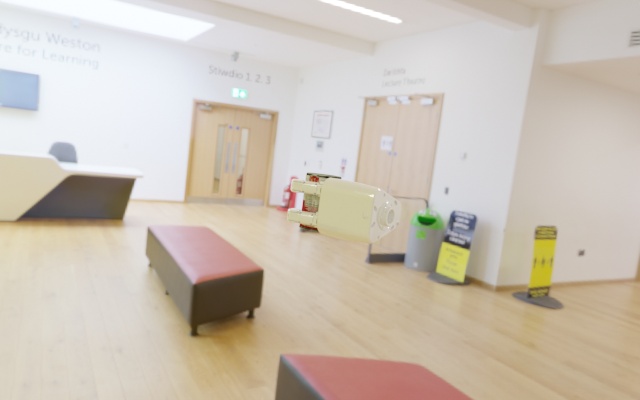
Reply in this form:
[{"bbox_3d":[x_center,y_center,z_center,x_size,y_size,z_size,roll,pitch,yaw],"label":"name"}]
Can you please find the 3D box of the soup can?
[{"bbox_3d":[0.000,0.003,0.882,0.068,0.102,0.068,7,6,-1],"label":"soup can"}]
